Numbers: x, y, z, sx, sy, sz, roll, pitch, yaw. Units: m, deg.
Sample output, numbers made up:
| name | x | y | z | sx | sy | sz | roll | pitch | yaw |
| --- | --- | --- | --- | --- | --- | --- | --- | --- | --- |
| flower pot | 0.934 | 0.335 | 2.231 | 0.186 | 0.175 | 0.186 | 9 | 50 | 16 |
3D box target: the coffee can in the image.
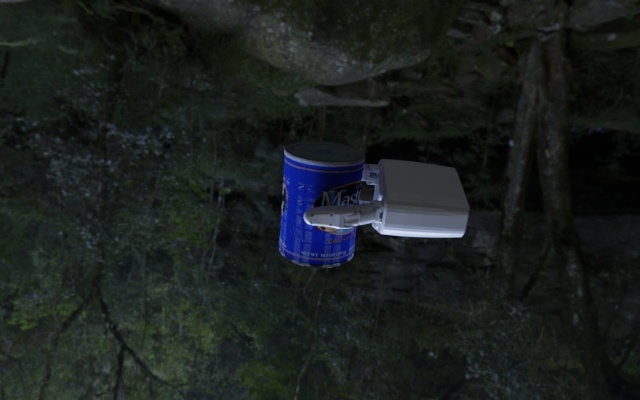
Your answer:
| name | x | y | z | sx | sy | sz | roll | pitch | yaw |
| --- | --- | --- | --- | --- | --- | --- | --- | --- | --- |
| coffee can | 0.000 | 0.002 | 0.626 | 0.103 | 0.140 | 0.102 | 4 | 20 | -2 |
